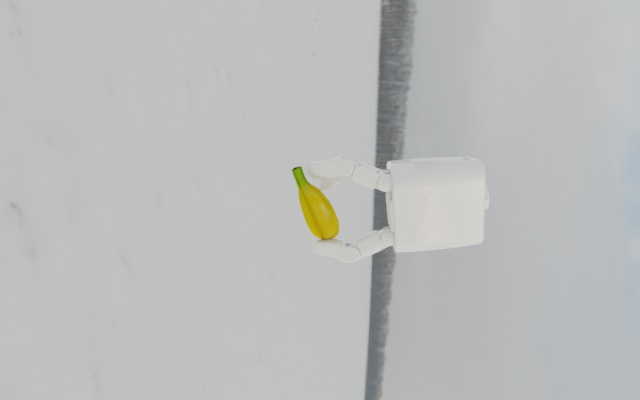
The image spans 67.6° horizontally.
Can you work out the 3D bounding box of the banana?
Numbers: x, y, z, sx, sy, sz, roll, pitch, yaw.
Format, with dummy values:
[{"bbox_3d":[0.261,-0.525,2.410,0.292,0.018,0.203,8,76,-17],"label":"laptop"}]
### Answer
[{"bbox_3d":[0.003,0.019,0.615,0.037,0.069,0.198,-12,-18,4],"label":"banana"}]
